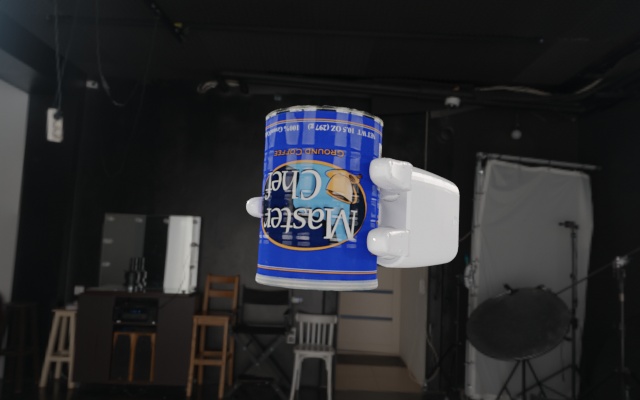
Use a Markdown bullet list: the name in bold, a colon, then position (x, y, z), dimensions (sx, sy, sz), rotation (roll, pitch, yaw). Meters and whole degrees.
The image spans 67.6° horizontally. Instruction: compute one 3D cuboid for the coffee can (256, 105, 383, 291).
- **coffee can**: position (0.000, 0.001, 0.410), dimensions (0.103, 0.140, 0.103), rotation (3, -5, 0)
